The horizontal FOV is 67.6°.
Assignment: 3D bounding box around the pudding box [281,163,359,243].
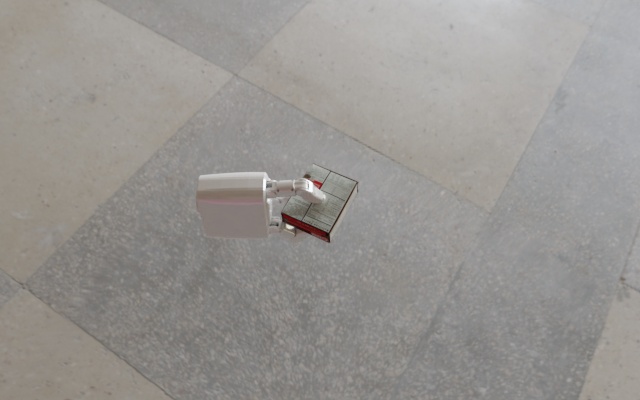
[{"bbox_3d":[0.000,0.002,0.787,0.090,0.113,0.039,24,-25,14],"label":"pudding box"}]
